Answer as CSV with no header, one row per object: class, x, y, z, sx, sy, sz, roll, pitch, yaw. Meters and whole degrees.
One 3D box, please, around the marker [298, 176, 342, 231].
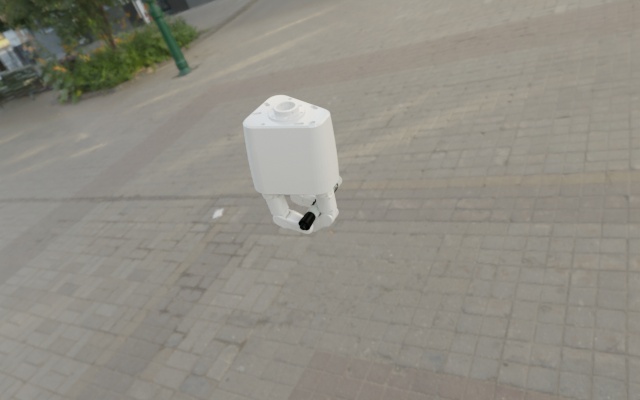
marker,0.000,0.002,0.703,0.020,0.020,0.121,0,36,32
